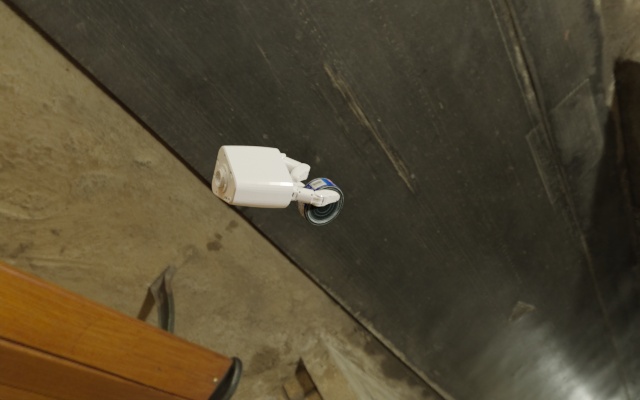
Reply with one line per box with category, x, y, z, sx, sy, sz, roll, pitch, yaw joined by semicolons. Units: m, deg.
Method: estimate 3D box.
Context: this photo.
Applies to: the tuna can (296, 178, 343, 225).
tuna can;0.000;0.003;0.895;0.086;0.086;0.033;0;27;-35
